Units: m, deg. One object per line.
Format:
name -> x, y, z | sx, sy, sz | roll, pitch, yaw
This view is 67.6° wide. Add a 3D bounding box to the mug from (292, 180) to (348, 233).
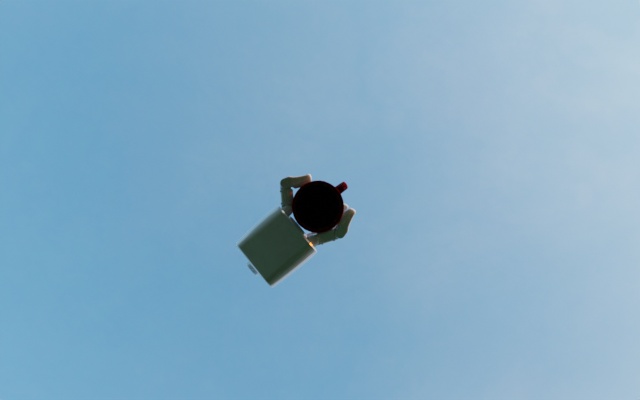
mug -> 0.001, 0.002, 0.883 | 0.117, 0.093, 0.081 | -39, 5, -5
